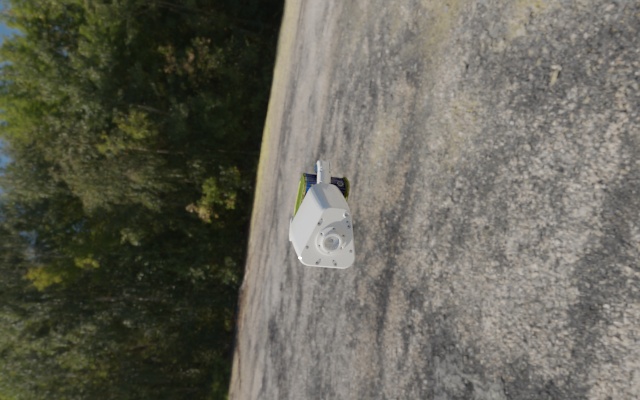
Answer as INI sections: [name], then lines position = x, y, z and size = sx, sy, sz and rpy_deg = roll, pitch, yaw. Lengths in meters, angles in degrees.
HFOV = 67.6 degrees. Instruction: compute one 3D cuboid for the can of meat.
[can of meat]
position = 0.000, 0.003, 0.878
size = 0.084, 0.102, 0.057
rpy_deg = 7, 21, -13
